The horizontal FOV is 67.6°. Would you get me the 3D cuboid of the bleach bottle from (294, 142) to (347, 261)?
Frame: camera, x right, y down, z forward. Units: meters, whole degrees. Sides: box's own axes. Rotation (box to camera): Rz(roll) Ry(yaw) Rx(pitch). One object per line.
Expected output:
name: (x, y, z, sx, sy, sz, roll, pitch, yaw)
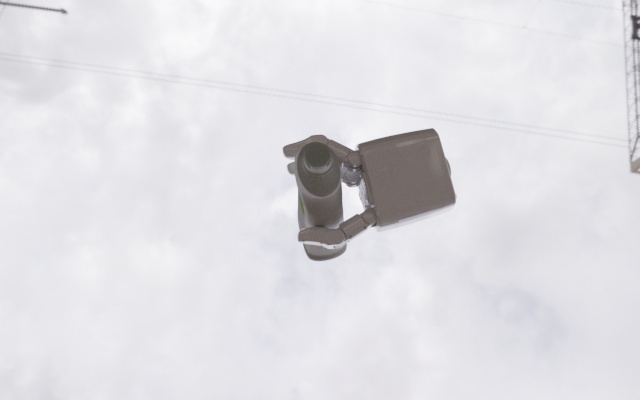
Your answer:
bleach bottle: (0.000, 0.002, 0.628, 0.068, 0.102, 0.251, -14, -20, -4)
